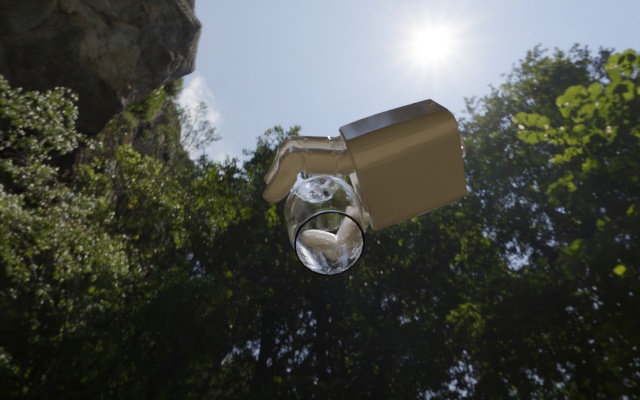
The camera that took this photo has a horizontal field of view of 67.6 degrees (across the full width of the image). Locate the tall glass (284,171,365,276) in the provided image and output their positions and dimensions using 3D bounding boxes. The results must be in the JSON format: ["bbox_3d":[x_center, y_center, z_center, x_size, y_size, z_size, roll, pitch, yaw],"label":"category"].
[{"bbox_3d":[0.000,0.001,0.501,0.079,0.079,0.201,0,22,-5],"label":"tall glass"}]
